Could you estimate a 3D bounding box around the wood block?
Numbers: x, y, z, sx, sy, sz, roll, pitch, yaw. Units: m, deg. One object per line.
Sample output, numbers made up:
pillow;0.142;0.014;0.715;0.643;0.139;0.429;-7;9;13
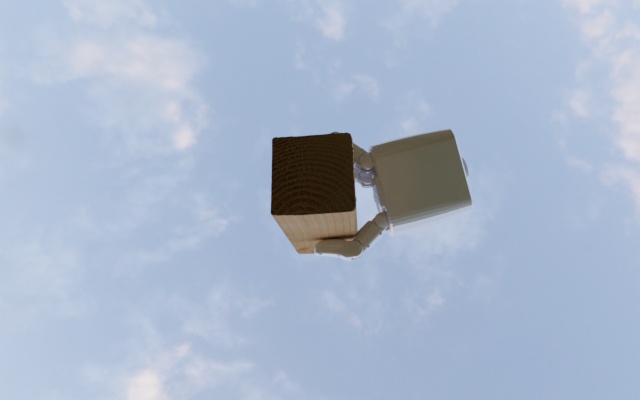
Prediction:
wood block;0.001;0.002;0.597;0.090;0.090;0.206;-3;-18;5
